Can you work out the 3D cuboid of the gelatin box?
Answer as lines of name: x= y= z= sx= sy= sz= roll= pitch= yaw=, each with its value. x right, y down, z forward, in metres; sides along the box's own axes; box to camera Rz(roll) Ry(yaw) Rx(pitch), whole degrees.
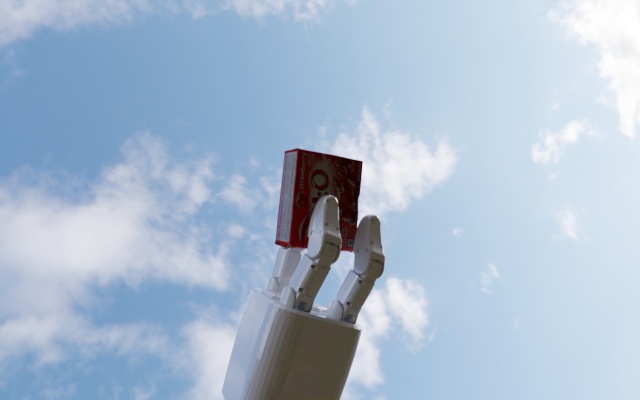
gelatin box: x=0.000 y=0.001 z=0.443 sx=0.073 sy=0.089 sz=0.030 roll=7 pitch=-4 yaw=-33
